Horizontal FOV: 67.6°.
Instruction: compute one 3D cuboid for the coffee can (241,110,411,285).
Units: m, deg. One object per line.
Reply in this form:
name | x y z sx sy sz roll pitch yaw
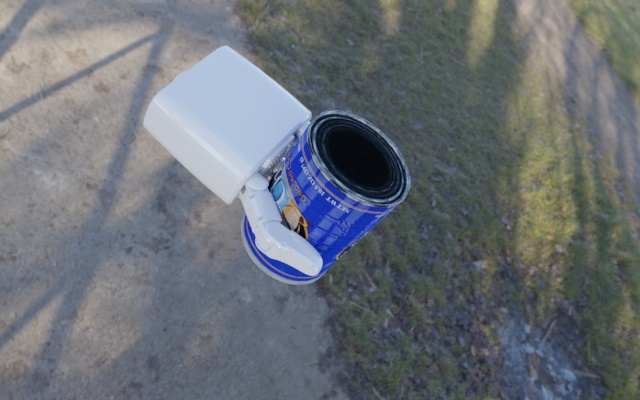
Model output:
coffee can | 0.000 0.002 0.445 0.103 0.102 0.140 0 -34 -37
